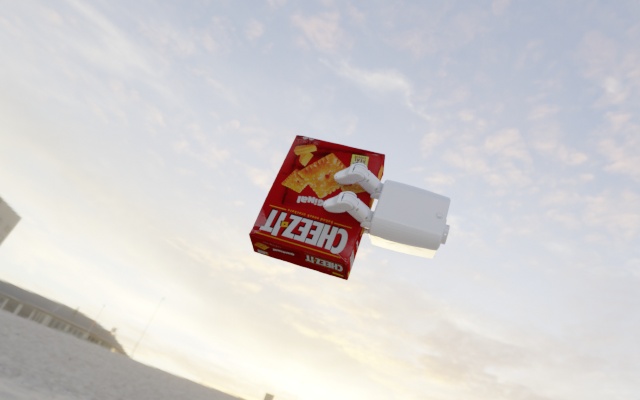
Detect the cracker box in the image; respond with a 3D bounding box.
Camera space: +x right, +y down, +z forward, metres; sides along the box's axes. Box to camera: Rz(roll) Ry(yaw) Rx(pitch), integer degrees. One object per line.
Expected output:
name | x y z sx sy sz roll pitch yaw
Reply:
cracker box | 0.000 0.003 0.787 0.164 0.213 0.072 15 -30 13
